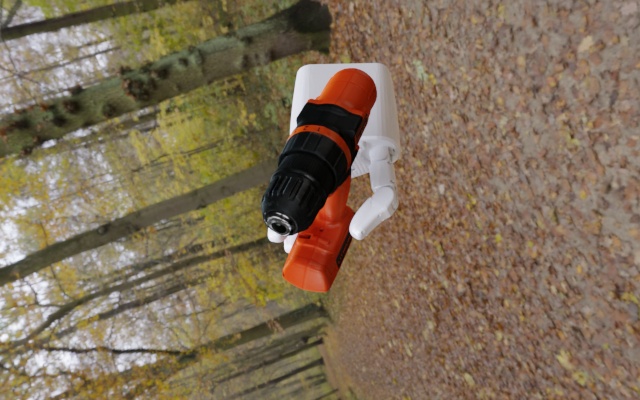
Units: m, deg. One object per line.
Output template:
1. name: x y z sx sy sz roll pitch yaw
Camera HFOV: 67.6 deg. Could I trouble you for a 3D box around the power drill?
1. power drill: 0.000 0.002 0.428 0.057 0.184 0.188 19 -41 11
